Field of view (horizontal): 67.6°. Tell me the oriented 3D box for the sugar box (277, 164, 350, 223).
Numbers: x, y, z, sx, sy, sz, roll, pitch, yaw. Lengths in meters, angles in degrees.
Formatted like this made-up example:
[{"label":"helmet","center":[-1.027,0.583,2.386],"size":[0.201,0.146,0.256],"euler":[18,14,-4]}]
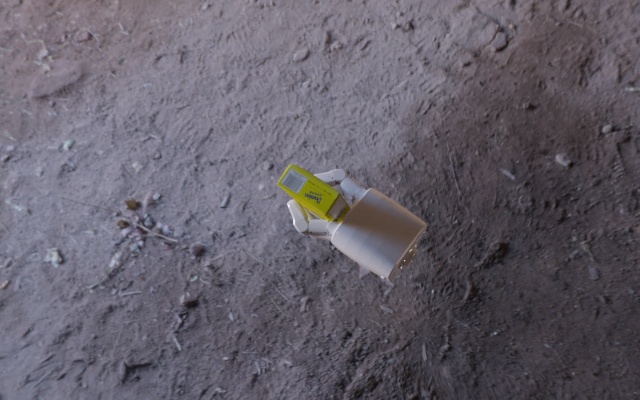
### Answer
[{"label":"sugar box","center":[0.000,0.003,0.776],"size":[0.093,0.048,0.176],"euler":[33,-7,18]}]
